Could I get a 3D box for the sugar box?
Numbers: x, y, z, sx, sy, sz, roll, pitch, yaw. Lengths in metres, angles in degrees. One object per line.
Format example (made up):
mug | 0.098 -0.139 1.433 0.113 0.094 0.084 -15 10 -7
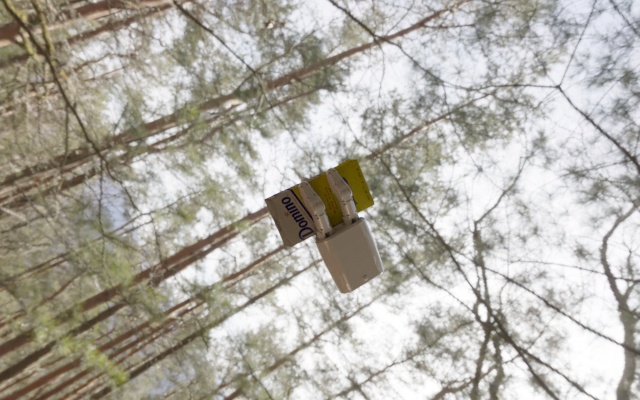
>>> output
sugar box | 0.000 0.003 0.841 0.176 0.093 0.048 -27 11 -20
